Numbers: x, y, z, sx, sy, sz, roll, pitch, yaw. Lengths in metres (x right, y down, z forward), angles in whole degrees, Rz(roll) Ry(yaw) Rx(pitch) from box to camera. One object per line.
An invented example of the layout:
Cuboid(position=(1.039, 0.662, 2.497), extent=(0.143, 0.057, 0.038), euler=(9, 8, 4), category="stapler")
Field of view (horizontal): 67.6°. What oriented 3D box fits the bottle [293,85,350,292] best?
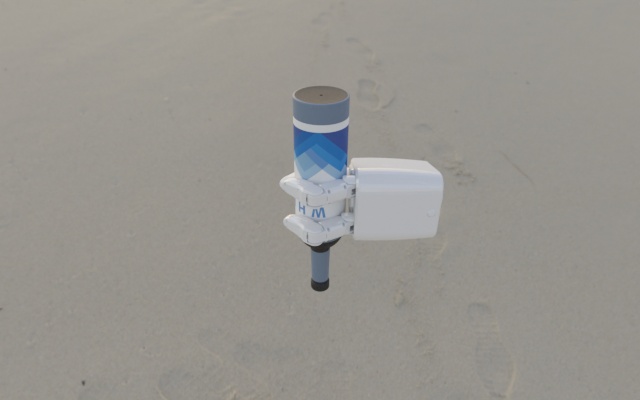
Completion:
Cuboid(position=(0.000, 0.002, 0.630), extent=(0.069, 0.296, 0.069), euler=(0, 32, 0), category="bottle")
